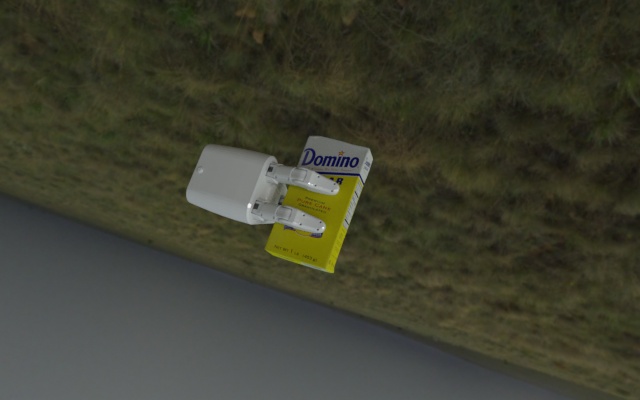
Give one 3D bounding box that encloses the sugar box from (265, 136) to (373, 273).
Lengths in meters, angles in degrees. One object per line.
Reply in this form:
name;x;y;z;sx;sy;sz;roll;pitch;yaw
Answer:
sugar box;0.000;0.002;0.654;0.093;0.176;0.048;15;-12;19
